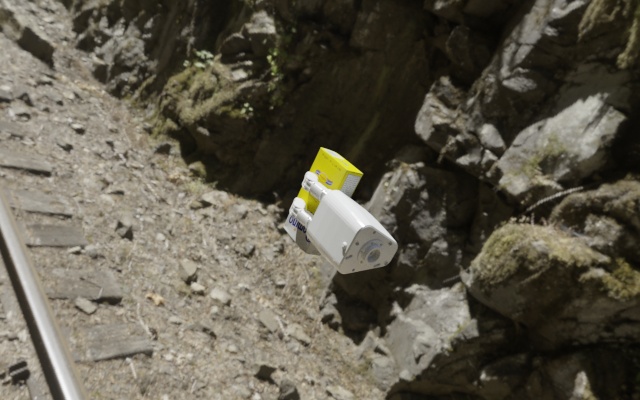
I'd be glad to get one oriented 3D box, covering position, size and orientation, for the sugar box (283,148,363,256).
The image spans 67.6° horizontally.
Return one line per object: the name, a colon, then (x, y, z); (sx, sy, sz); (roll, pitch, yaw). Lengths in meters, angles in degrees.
sugar box: (0.000, 0.003, 0.873); (0.048, 0.176, 0.093); (13, 22, -41)
